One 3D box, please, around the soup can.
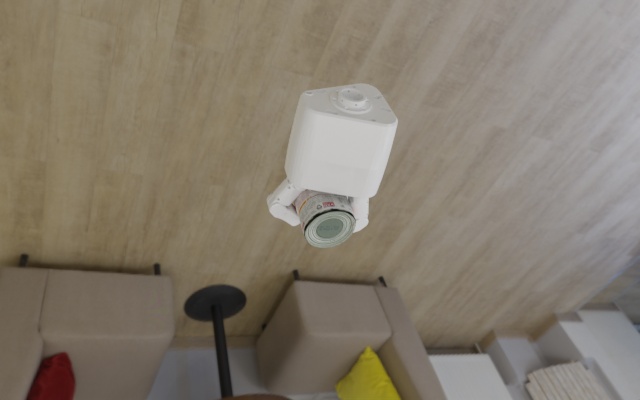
[{"bbox_3d":[0.000,0.003,0.618,0.068,0.068,0.102,0,43,-20],"label":"soup can"}]
